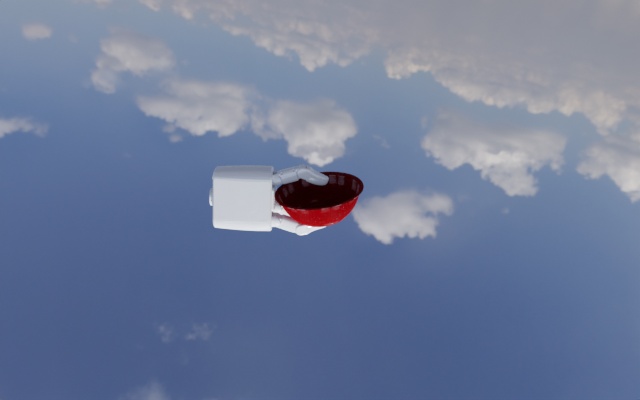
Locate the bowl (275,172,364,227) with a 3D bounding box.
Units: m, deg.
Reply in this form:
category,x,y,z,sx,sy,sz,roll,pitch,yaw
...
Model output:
category,x,y,z,sx,sy,sz,roll,pitch,yaw
bowl,0.001,0.003,0.867,0.162,0.055,0.162,-7,25,3
